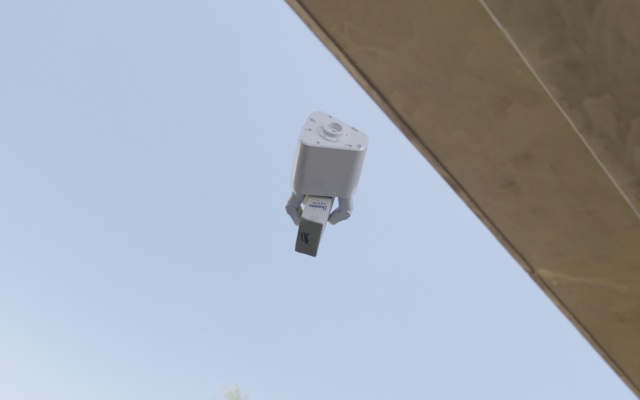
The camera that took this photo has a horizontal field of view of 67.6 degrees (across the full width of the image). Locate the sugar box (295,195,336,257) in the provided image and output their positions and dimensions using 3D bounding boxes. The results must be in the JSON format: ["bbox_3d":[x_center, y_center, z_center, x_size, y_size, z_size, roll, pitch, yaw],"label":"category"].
[{"bbox_3d":[0.000,0.002,0.846,0.048,0.093,0.176,17,46,5],"label":"sugar box"}]
